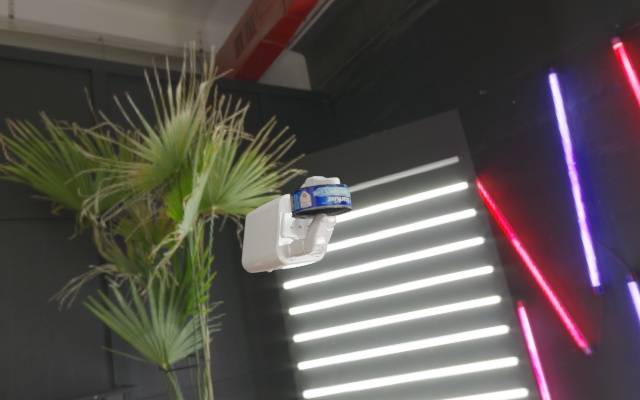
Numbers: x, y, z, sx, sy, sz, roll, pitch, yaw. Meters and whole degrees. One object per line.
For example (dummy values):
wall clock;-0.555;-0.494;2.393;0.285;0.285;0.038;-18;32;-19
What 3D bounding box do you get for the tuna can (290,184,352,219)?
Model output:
tuna can;0.000;0.002;0.669;0.086;0.033;0.086;-7;-10;-1
